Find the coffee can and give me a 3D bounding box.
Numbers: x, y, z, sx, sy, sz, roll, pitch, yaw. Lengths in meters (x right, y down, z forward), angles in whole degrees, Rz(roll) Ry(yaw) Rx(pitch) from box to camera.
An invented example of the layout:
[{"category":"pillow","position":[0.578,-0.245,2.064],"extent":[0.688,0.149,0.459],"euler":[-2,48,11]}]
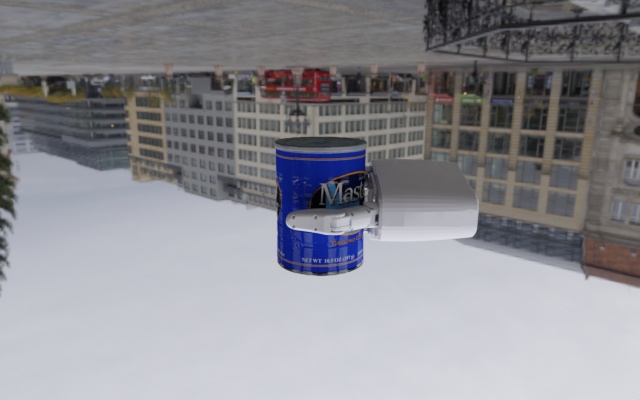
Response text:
[{"category":"coffee can","position":[0.000,0.002,0.546],"extent":[0.103,0.140,0.102],"euler":[0,13,0]}]
